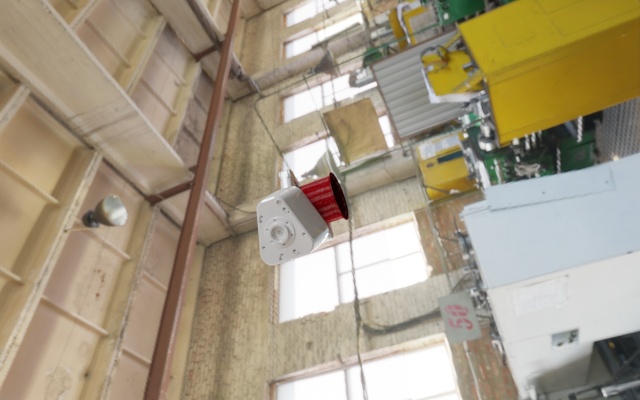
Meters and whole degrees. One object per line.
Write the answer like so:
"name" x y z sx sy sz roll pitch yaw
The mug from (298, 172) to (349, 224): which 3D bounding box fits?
"mug" 0.000 0.003 0.892 0.081 0.093 0.117 -19 3 14
